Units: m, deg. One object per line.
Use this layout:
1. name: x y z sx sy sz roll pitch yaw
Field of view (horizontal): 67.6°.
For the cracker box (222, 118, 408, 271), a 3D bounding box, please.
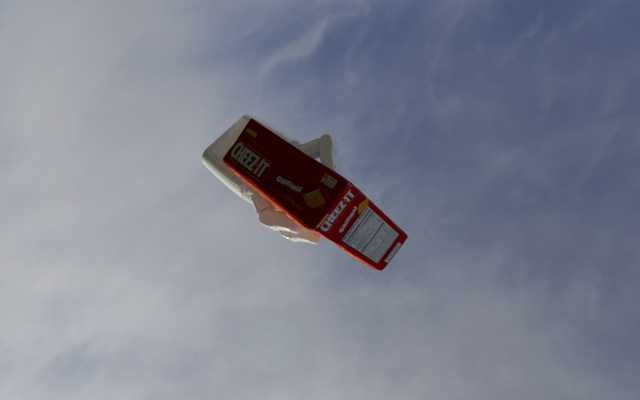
1. cracker box: 0.000 0.002 0.607 0.164 0.072 0.214 35 -1 33
